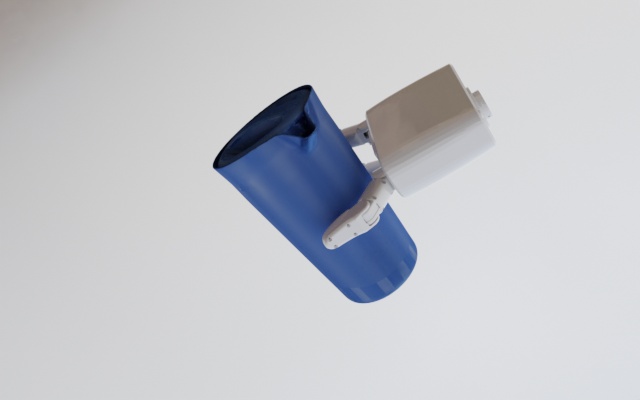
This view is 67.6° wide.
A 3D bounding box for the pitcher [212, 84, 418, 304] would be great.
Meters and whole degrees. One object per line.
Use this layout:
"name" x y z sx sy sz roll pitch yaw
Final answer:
"pitcher" 0.000 0.002 0.549 0.145 0.243 0.149 -30 25 20
